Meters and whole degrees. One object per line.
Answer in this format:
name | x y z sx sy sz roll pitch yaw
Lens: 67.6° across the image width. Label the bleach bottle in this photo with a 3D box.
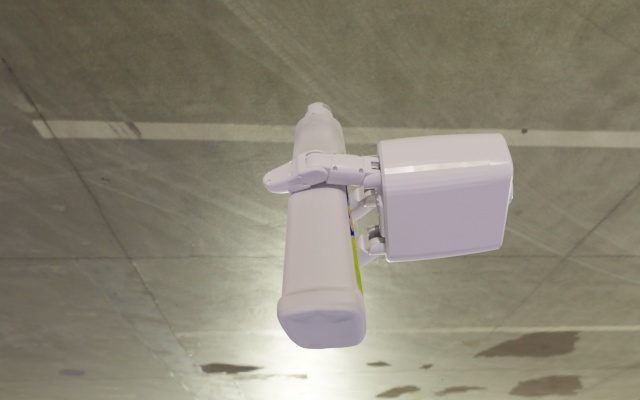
bleach bottle | 0.000 0.002 0.448 0.068 0.250 0.103 -5 -34 5
